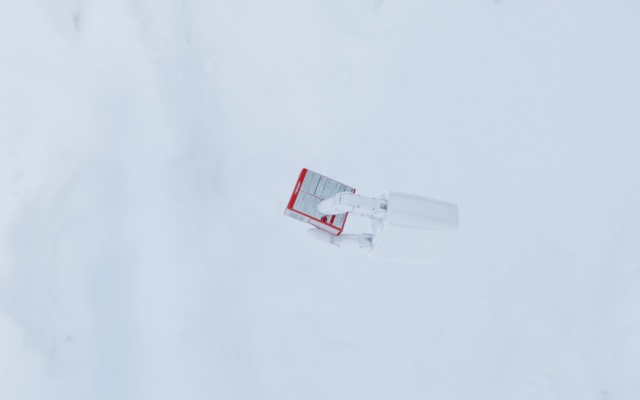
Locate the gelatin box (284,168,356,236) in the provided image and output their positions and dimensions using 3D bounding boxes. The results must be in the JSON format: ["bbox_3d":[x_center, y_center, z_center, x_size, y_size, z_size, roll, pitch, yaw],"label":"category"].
[{"bbox_3d":[0.000,0.002,0.708,0.089,0.073,0.030,23,-25,-6],"label":"gelatin box"}]
